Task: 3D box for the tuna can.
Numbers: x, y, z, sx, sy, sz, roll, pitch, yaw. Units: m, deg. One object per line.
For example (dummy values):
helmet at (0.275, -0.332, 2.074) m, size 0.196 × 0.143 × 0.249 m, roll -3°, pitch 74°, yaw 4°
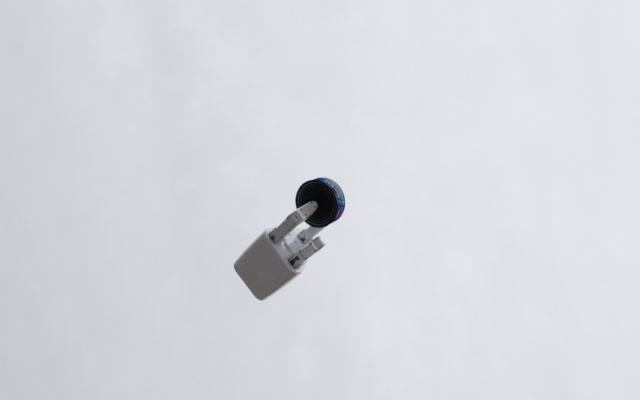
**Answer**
tuna can at (0.000, 0.003, 0.834) m, size 0.086 × 0.086 × 0.033 m, roll 0°, pitch 12°, yaw 31°
